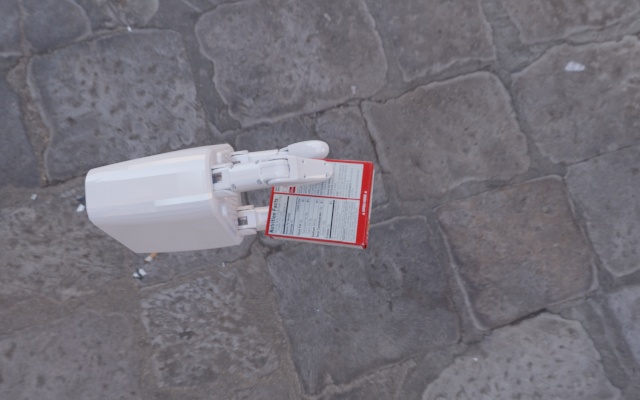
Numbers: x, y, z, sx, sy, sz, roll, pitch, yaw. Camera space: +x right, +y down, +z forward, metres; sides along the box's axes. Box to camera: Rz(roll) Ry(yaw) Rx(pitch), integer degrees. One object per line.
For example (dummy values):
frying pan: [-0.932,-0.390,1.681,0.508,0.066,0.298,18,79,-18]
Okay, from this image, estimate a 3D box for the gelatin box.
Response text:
gelatin box: [0.000,0.001,0.422,0.089,0.073,0.030,5,-11,10]
